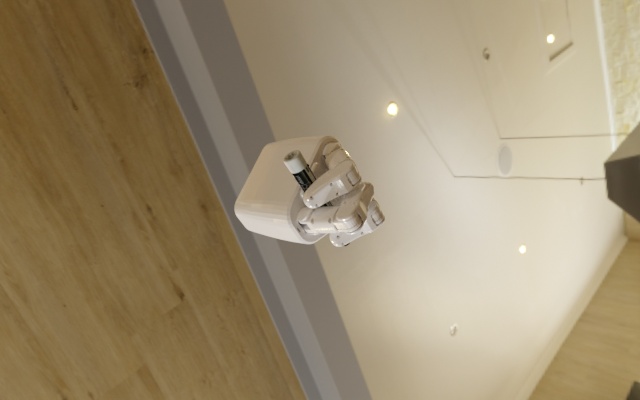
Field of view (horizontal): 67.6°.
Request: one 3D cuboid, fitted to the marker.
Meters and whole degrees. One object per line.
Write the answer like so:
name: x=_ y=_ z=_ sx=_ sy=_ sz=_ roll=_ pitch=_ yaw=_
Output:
marker: x=0.000 y=0.002 z=0.486 sx=0.020 sy=0.121 sz=0.020 roll=-24 pitch=30 yaw=15
